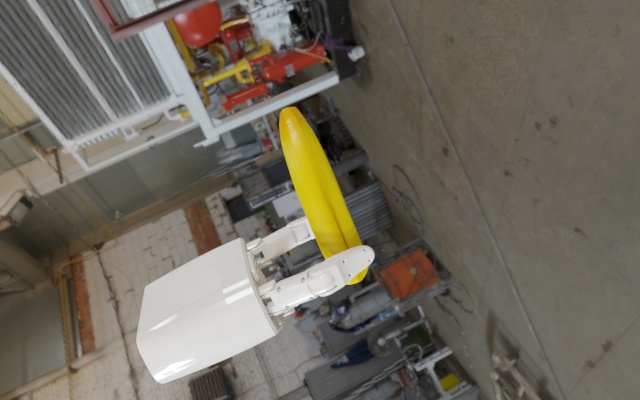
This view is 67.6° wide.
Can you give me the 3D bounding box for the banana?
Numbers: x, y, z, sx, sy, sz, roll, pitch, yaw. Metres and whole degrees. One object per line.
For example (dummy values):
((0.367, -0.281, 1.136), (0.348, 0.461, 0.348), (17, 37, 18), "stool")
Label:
((0.006, 0.013, 0.431), (0.037, 0.198, 0.069), (-25, 33, -2), "banana")
